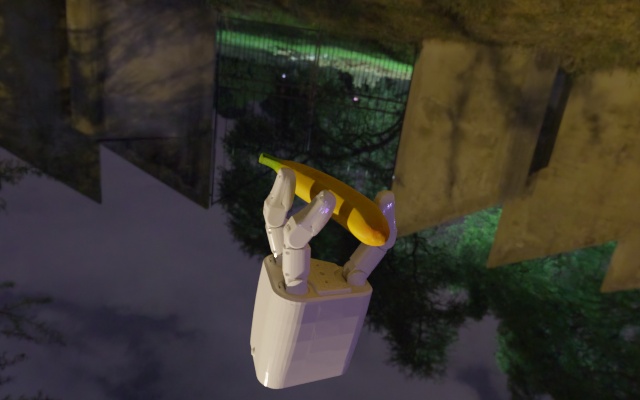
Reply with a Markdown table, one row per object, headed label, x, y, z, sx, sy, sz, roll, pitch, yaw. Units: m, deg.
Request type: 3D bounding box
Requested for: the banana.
| label | x | y | z | sx | sy | sz | roll | pitch | yaw |
| --- | --- | --- | --- | --- | --- | --- | --- | --- | --- |
| banana | 0.012 | 0.001 | 0.488 | 0.069 | 0.037 | 0.197 | 4 | 20 | -43 |
